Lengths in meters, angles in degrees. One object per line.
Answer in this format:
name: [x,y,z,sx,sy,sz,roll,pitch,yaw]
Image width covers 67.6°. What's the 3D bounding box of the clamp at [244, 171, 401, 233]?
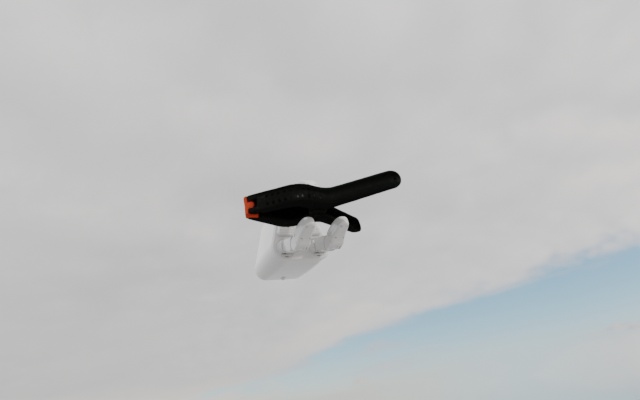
clamp: [-0.001,0.002,0.673,0.210,0.036,0.165,2,-30,-26]
